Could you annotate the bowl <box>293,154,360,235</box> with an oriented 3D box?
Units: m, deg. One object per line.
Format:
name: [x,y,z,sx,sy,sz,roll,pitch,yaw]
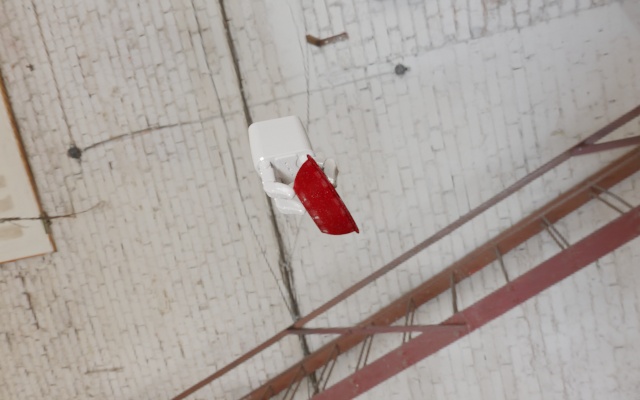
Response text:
bowl: [0.000,0.004,0.810,0.055,0.162,0.162,-33,2,-3]
